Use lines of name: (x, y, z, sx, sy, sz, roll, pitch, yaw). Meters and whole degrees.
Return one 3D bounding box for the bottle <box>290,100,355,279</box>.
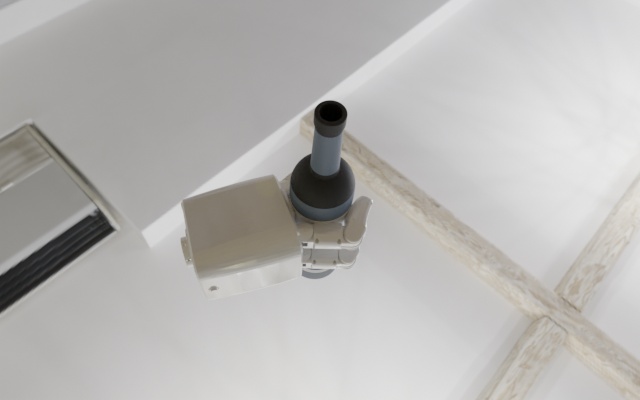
bottle: (0.000, 0.002, 0.514, 0.069, 0.069, 0.296, 0, -30, -4)
